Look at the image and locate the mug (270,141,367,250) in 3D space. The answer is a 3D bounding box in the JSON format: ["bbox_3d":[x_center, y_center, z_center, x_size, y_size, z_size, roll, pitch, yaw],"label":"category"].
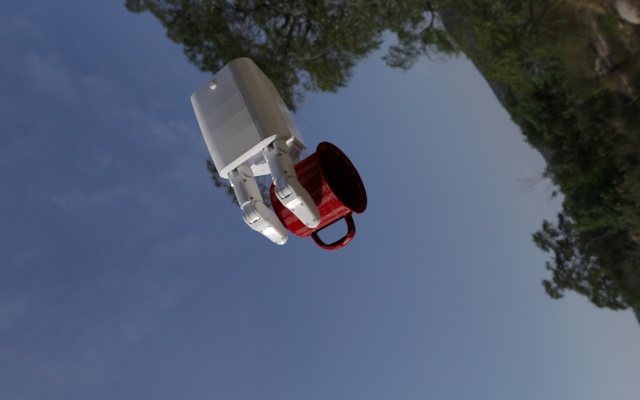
[{"bbox_3d":[0.001,0.003,0.556,0.081,0.117,0.093,-31,-14,27],"label":"mug"}]
